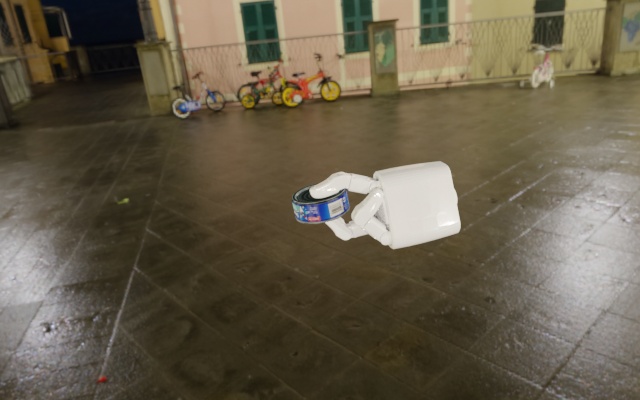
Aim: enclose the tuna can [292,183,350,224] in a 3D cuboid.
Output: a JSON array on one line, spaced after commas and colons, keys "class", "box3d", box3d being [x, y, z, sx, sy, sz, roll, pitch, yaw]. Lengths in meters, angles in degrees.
[{"class": "tuna can", "box3d": [0.000, 0.002, 0.726, 0.086, 0.034, 0.086, -10, 21, 4]}]
